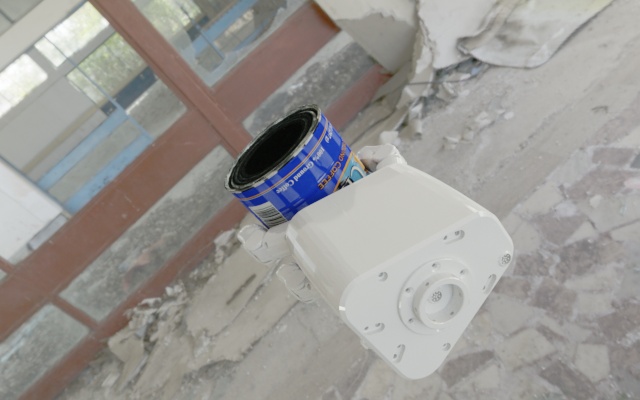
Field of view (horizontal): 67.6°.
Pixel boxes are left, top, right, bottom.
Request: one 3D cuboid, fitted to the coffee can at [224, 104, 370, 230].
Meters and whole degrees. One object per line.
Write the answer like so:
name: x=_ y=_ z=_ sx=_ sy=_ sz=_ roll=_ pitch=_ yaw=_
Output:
coffee can: x=0.000 y=0.001 z=0.425 sx=0.140 sy=0.102 sz=0.103 roll=48 pitch=-26 yaw=-26
